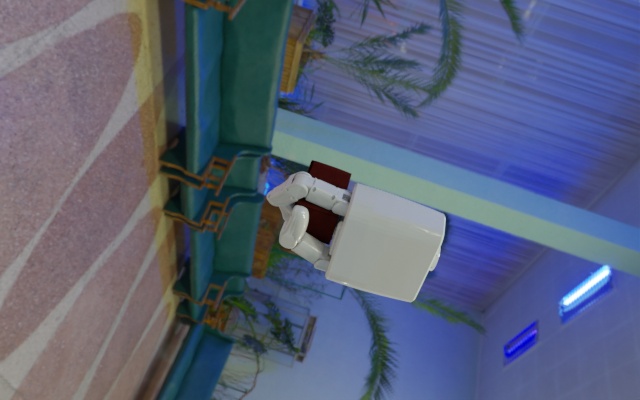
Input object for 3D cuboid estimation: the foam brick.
[{"bbox_3d":[0.000,0.002,0.562,0.051,0.078,0.053,17,-43,2],"label":"foam brick"}]
